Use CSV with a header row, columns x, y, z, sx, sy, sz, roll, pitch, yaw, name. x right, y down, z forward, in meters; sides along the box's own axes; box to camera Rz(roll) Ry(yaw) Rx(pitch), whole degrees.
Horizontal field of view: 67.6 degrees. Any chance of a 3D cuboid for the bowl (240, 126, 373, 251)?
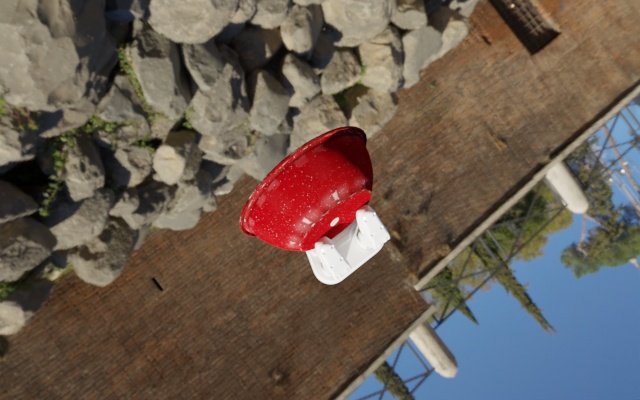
x,y,z,sx,sy,sz,roll,pitch,yaw,name
0.000,0.002,0.485,0.162,0.055,0.162,-35,-19,-14,bowl
